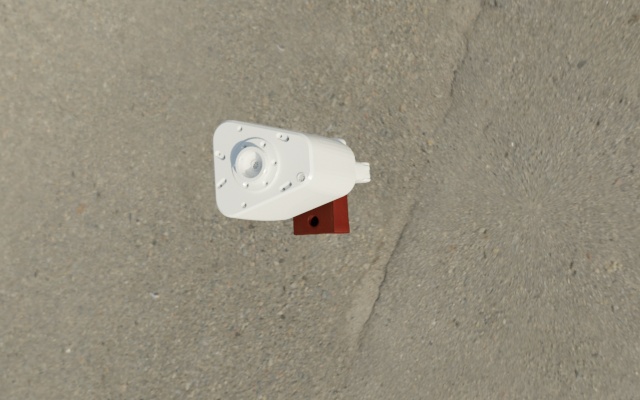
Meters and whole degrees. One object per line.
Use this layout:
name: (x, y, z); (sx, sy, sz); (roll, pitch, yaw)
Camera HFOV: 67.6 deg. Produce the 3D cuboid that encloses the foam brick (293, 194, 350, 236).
foam brick: (0.000, 0.002, 0.559); (0.053, 0.078, 0.051); (-5, -2, 23)
